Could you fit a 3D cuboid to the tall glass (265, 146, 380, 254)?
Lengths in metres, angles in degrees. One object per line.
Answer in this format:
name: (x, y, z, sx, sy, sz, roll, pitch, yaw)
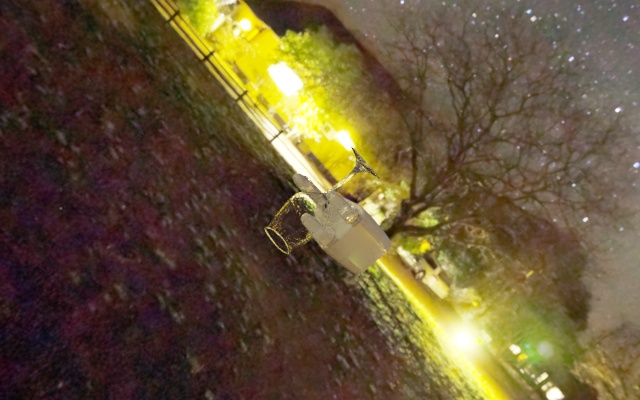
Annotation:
tall glass: (0.001, 0.002, 0.799, 0.201, 0.079, 0.079, -41, -5, 6)
